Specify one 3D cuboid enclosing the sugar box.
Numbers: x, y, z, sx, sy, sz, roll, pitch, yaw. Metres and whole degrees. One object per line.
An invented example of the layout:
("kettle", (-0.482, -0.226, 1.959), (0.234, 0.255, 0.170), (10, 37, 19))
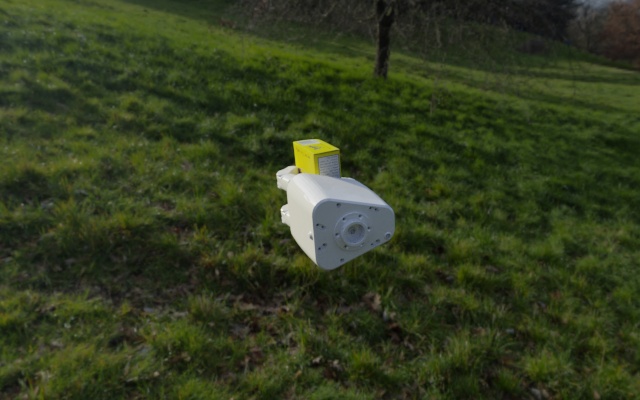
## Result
("sugar box", (0.000, 0.002, 0.715), (0.048, 0.176, 0.093), (-10, 20, -18))
